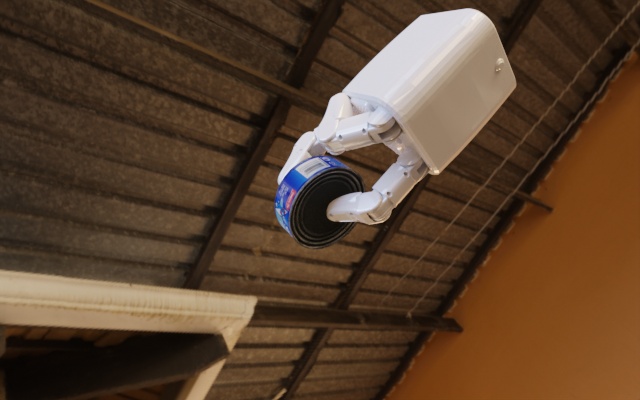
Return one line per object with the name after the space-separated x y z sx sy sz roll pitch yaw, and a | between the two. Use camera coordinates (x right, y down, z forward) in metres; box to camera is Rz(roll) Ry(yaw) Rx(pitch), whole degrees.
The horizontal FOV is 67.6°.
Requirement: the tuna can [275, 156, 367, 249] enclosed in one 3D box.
0.000 0.001 0.455 0.086 0.086 0.033 0 26 -37 | tuna can
